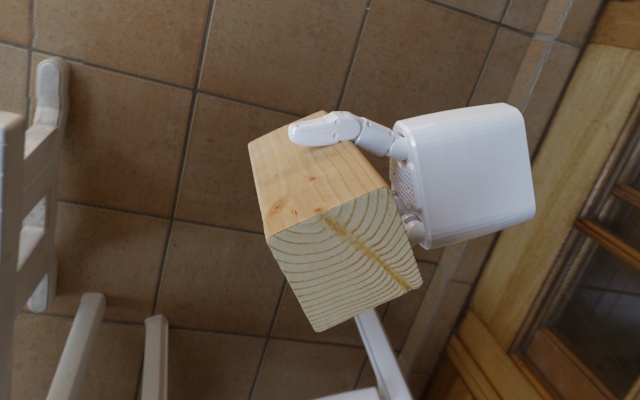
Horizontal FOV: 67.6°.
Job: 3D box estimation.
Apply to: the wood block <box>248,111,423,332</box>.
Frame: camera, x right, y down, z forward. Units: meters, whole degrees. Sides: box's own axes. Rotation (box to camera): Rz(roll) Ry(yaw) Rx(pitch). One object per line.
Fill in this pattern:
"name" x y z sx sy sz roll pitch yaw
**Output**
"wood block" 0.000 0.001 0.419 0.090 0.091 0.206 -24 27 -1
